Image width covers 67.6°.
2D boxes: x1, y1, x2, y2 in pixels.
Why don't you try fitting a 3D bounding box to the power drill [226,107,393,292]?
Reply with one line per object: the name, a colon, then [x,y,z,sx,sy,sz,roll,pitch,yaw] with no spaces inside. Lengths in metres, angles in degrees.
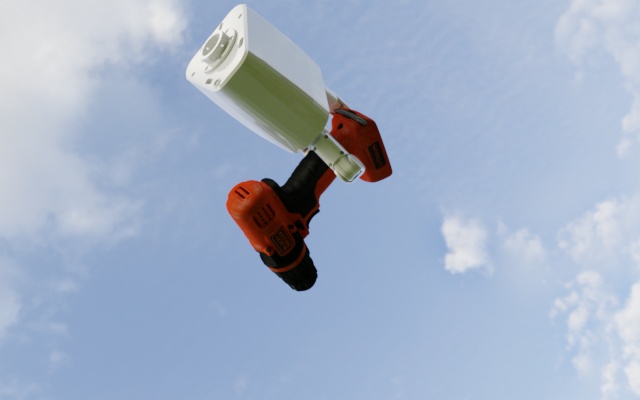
power drill: [0.000,0.001,0.544,0.057,0.187,0.185,31,-20,37]
